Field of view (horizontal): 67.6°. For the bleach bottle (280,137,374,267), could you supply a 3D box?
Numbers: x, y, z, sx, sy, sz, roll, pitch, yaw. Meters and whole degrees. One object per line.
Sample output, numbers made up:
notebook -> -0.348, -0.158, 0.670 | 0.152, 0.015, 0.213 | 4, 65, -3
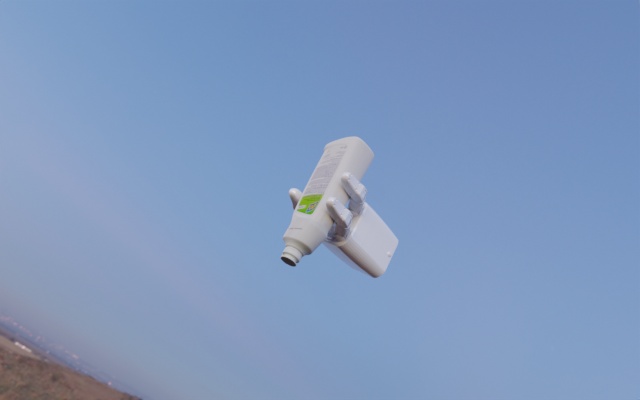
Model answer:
bleach bottle -> 0.000, 0.003, 0.820 | 0.068, 0.250, 0.102 | 45, -31, -24
